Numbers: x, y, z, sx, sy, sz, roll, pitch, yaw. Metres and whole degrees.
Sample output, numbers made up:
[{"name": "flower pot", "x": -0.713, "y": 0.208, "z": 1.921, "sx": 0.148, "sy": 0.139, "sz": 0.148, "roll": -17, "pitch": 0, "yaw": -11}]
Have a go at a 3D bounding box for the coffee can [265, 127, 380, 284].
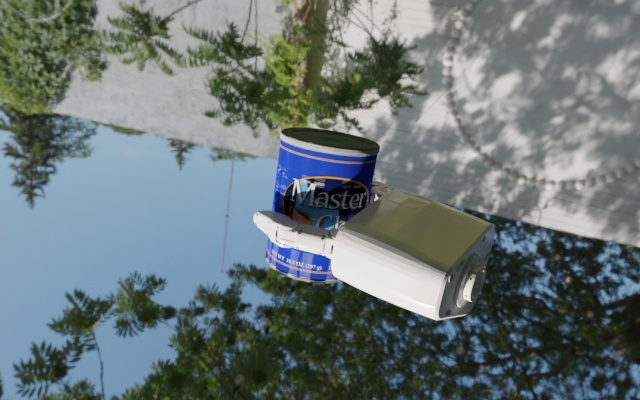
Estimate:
[{"name": "coffee can", "x": 0.000, "y": 0.001, "z": 0.508, "sx": 0.103, "sy": 0.140, "sz": 0.102, "roll": 8, "pitch": 17, "yaw": -2}]
